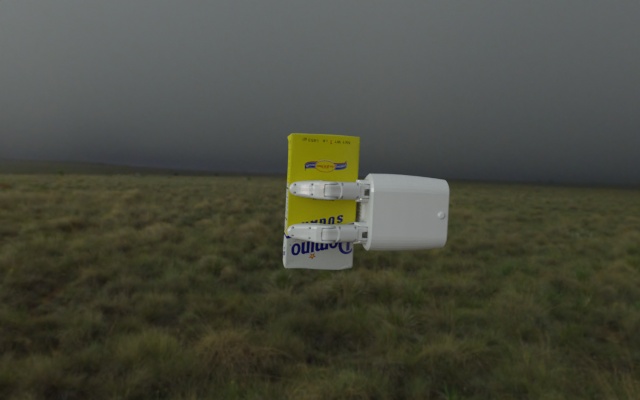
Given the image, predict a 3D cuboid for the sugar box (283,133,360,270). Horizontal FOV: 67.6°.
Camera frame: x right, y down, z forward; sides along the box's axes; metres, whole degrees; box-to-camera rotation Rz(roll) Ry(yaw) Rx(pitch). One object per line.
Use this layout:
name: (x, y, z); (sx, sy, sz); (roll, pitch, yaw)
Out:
sugar box: (0.000, 0.002, 0.633); (0.093, 0.176, 0.048); (2, 3, -8)
